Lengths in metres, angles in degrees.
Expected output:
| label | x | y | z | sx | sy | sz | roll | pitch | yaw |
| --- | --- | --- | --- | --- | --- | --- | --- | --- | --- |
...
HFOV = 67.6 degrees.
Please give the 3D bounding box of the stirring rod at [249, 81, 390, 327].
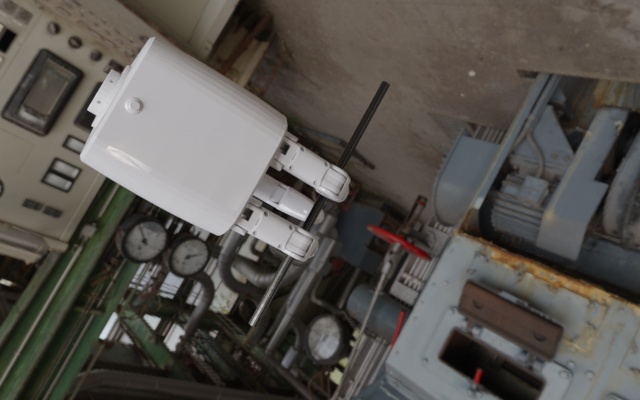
| label | x | y | z | sx | sy | sz | roll | pitch | yaw |
| --- | --- | --- | --- | --- | --- | --- | --- | --- | --- |
| stirring rod | 0.000 | 0.001 | 0.415 | 0.011 | 0.239 | 0.011 | 29 | -4 | 2 |
